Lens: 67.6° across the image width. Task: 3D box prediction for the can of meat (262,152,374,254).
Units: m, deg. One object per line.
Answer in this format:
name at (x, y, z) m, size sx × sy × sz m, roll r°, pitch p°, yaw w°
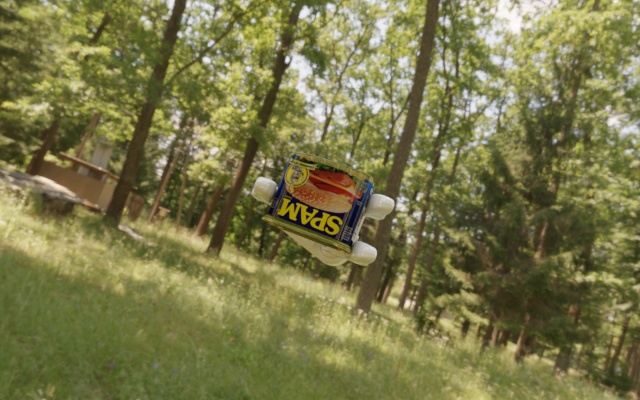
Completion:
can of meat at (0.000, 0.001, 0.523) m, size 0.102 × 0.084 × 0.057 m, roll 20°, pitch -8°, yaw 13°
